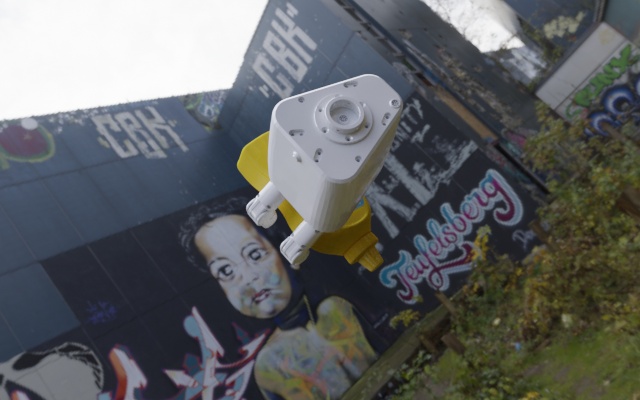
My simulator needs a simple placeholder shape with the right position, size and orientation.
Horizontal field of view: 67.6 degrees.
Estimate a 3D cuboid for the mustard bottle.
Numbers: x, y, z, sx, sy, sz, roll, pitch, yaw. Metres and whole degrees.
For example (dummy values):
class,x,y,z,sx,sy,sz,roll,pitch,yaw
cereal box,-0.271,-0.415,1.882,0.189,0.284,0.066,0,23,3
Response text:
class,x,y,z,sx,sy,sz,roll,pitch,yaw
mustard bottle,0.000,0.002,0.536,0.096,0.191,0.058,-29,-19,-42
